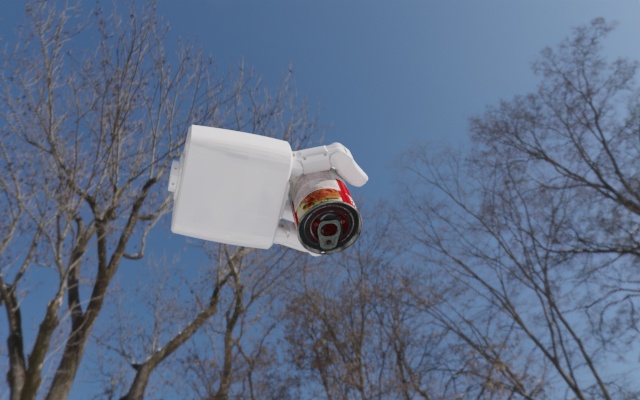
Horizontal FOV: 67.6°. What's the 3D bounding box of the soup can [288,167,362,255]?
[{"bbox_3d":[0.001,0.002,0.526,0.068,0.068,0.102,0,34,-13],"label":"soup can"}]
